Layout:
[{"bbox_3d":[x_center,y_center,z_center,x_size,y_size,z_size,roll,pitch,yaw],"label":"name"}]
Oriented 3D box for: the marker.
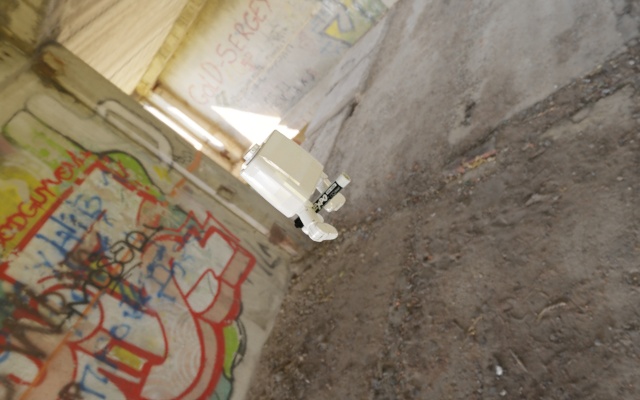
[{"bbox_3d":[0.000,0.003,0.759,0.121,0.020,0.020,-45,-20,21],"label":"marker"}]
